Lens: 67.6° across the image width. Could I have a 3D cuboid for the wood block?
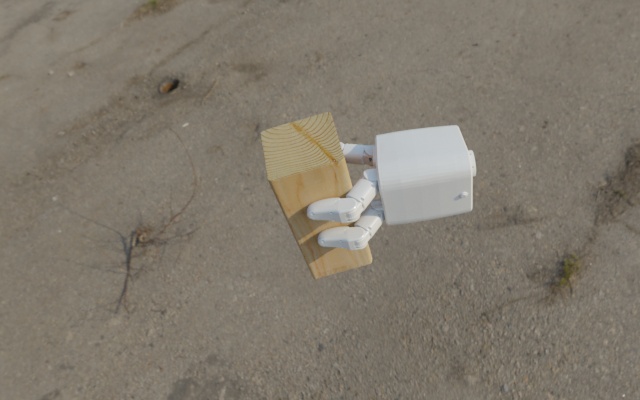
[{"bbox_3d":[0.000,0.002,0.619,0.090,0.090,0.206,-16,-43,3],"label":"wood block"}]
